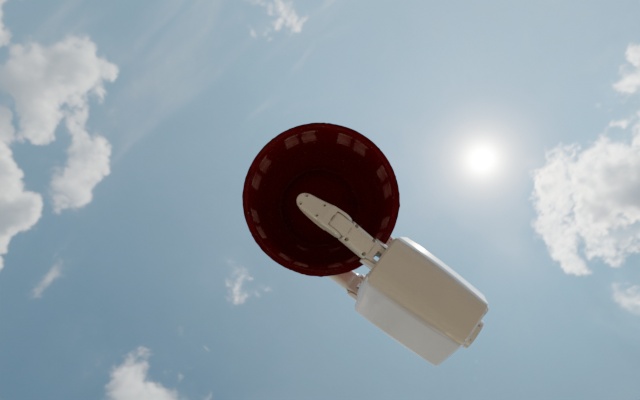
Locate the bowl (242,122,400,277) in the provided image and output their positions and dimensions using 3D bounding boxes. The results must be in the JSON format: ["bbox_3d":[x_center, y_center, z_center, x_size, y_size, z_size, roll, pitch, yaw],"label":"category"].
[{"bbox_3d":[-0.001,0.001,0.512,0.162,0.162,0.055,0,-12,-3],"label":"bowl"}]
